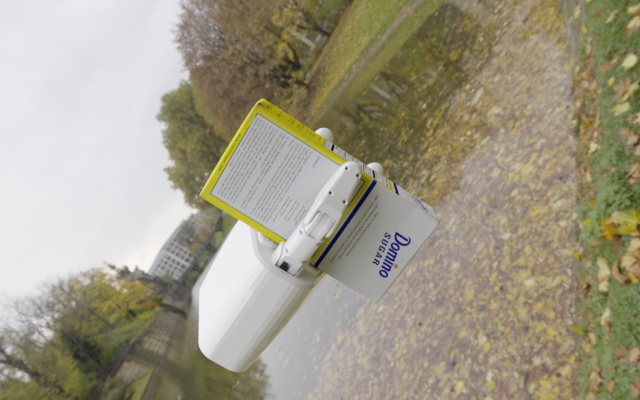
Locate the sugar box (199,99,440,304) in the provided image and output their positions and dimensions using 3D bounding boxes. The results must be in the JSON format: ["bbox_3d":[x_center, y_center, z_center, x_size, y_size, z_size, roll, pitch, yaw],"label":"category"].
[{"bbox_3d":[0.000,0.001,0.403,0.176,0.093,0.048,32,17,-8],"label":"sugar box"}]
